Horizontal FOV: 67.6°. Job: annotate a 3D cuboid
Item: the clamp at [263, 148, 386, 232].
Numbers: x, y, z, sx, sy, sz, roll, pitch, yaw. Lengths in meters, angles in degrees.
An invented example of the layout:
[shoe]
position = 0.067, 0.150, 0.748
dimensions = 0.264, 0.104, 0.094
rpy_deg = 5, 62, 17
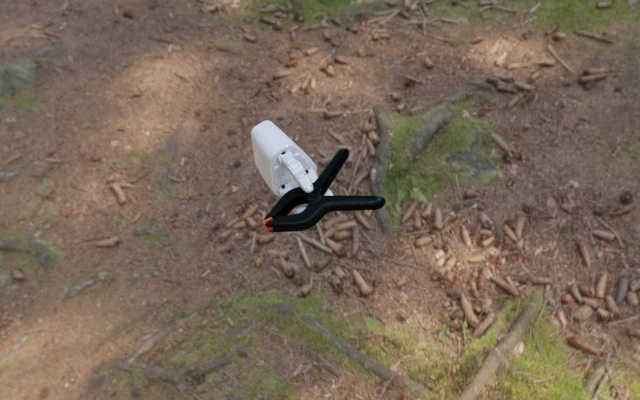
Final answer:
[clamp]
position = -0.001, 0.002, 0.841
dimensions = 0.210, 0.036, 0.164
rpy_deg = -33, 46, -8
